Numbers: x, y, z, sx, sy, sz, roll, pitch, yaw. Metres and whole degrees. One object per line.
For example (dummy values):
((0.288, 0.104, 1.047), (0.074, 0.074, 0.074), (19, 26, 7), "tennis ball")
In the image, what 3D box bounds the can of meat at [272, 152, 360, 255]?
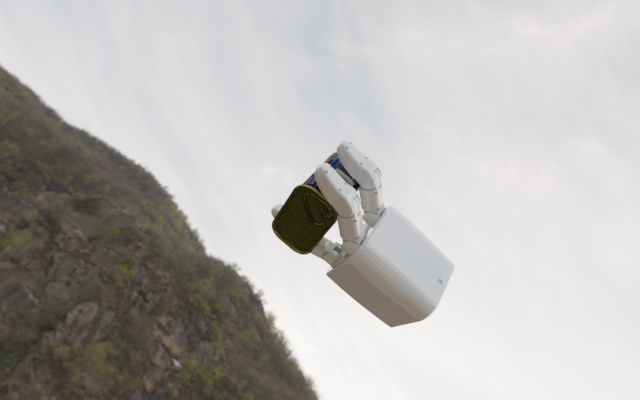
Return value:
((0.000, 0.002, 0.553), (0.084, 0.057, 0.102), (-48, -4, -43), "can of meat")
